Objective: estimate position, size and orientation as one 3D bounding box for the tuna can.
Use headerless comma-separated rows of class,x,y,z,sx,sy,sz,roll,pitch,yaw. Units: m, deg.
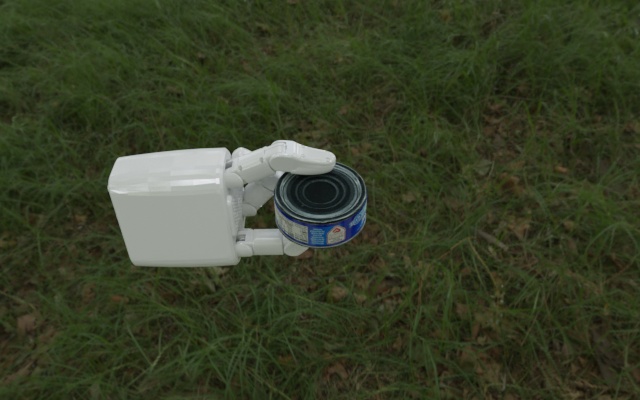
tuna can,0.000,0.001,0.438,0.086,0.034,0.086,0,44,0
